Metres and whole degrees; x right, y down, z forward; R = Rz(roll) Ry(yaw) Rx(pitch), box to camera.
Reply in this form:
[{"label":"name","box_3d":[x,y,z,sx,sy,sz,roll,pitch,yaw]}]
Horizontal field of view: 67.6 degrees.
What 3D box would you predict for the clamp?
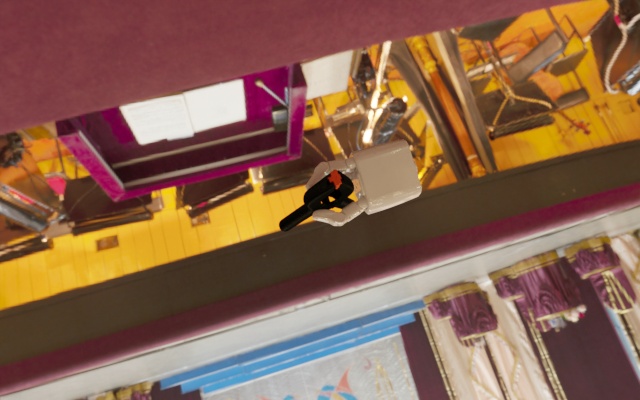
[{"label":"clamp","box_3d":[0.001,0.003,0.876,0.164,0.036,0.210,-19,-17,-9]}]
